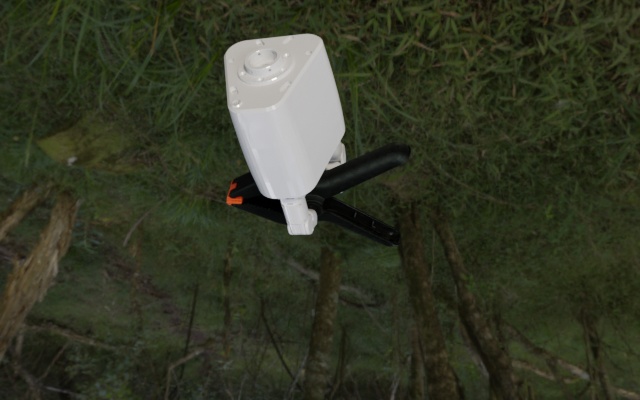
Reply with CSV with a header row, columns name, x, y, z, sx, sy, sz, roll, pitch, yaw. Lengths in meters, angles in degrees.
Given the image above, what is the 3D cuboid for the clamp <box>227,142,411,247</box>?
name,x,y,z,sx,sy,sz,roll,pitch,yaw
clamp,-0.001,0.002,0.547,0.210,0.036,0.165,-2,-41,12
